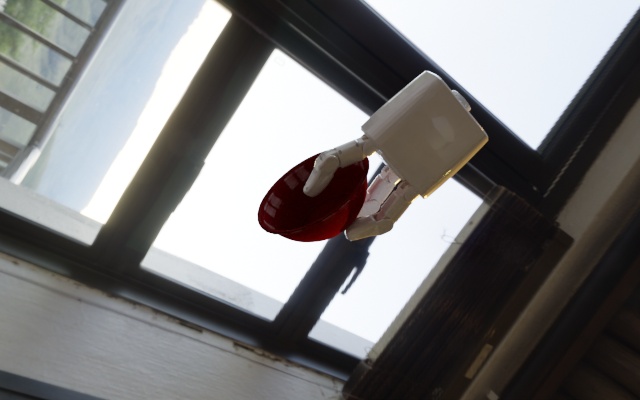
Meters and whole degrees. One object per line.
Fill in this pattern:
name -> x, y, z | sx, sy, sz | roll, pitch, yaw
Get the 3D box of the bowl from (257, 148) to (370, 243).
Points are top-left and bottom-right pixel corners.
bowl -> -0.001, 0.003, 0.615 | 0.162, 0.055, 0.162 | -24, 31, 16
